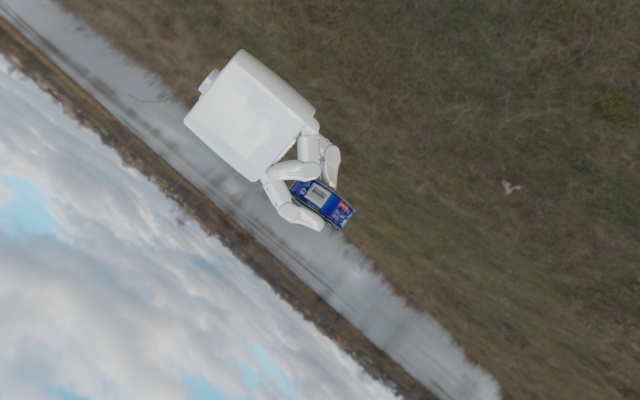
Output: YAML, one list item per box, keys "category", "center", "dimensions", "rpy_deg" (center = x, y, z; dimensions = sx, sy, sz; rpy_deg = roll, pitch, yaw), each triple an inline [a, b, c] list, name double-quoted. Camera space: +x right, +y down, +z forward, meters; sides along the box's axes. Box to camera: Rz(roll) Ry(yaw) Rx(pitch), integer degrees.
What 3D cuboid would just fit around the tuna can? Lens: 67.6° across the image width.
- category: "tuna can"
  center: [0.000, 0.003, 0.611]
  dimensions: [0.086, 0.034, 0.086]
  rpy_deg: [34, -7, 5]
